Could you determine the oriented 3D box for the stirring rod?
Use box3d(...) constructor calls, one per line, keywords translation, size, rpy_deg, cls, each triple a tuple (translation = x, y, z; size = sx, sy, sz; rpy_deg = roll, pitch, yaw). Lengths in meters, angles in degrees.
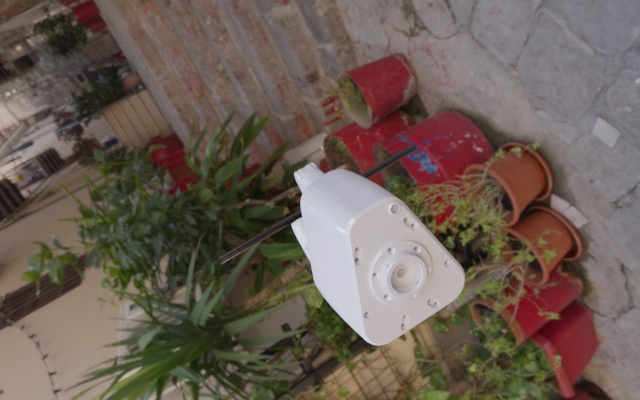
box3d(translation=(0.000, 0.002, 0.504), size=(0.239, 0.011, 0.011), rpy_deg=(-30, 5, -9), cls="stirring rod")
